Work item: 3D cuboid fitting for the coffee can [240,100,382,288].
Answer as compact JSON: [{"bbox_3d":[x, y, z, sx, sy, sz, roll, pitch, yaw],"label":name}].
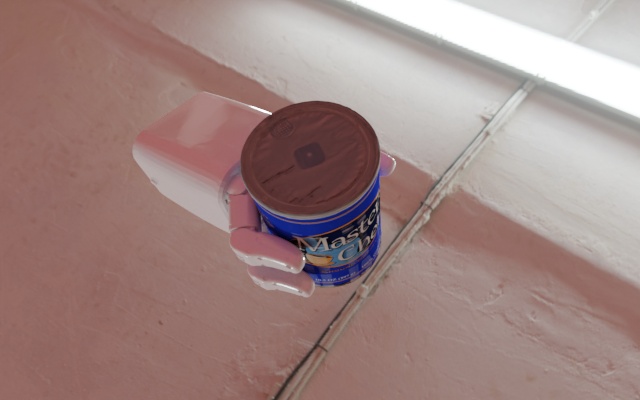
[{"bbox_3d":[0.000,0.001,0.404,0.103,0.102,0.140,0,-30,8],"label":"coffee can"}]
